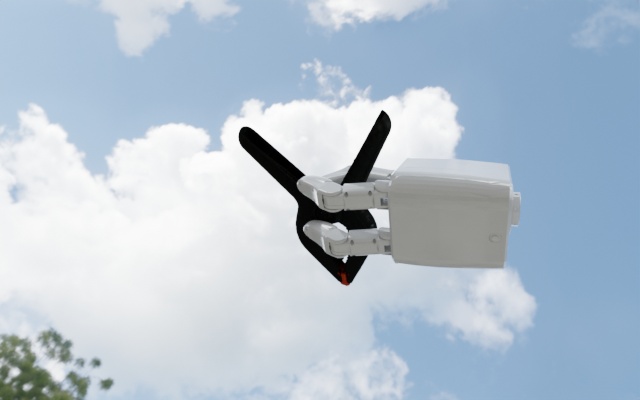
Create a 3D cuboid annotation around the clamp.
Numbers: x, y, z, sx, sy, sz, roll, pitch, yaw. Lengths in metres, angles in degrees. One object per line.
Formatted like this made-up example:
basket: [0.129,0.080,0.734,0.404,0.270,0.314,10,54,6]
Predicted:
clamp: [0.001,0.002,0.523,0.164,0.210,0.036,4,32,20]
